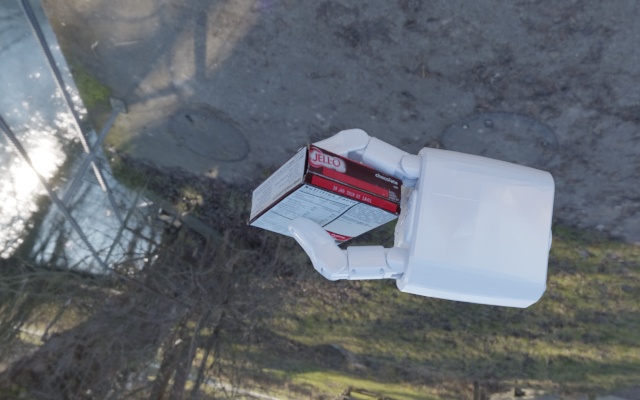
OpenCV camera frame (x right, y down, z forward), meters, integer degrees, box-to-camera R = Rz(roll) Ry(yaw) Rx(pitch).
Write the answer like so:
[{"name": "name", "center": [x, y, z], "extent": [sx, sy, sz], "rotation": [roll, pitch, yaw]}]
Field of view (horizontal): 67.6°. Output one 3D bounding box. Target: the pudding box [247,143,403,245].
[{"name": "pudding box", "center": [0.000, 0.001, 0.405], "extent": [0.090, 0.039, 0.113], "rotation": [20, -29, -25]}]
